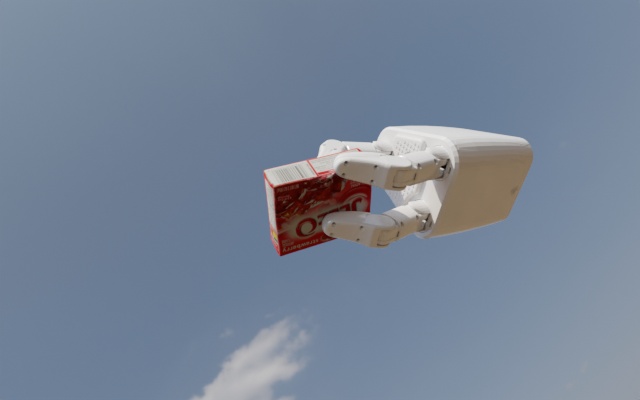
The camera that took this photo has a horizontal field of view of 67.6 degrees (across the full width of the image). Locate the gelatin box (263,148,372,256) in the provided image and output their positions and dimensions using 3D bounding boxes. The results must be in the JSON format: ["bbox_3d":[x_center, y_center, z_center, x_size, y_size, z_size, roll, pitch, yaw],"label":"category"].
[{"bbox_3d":[0.000,0.001,0.406,0.089,0.073,0.030,-15,39,-18],"label":"gelatin box"}]
